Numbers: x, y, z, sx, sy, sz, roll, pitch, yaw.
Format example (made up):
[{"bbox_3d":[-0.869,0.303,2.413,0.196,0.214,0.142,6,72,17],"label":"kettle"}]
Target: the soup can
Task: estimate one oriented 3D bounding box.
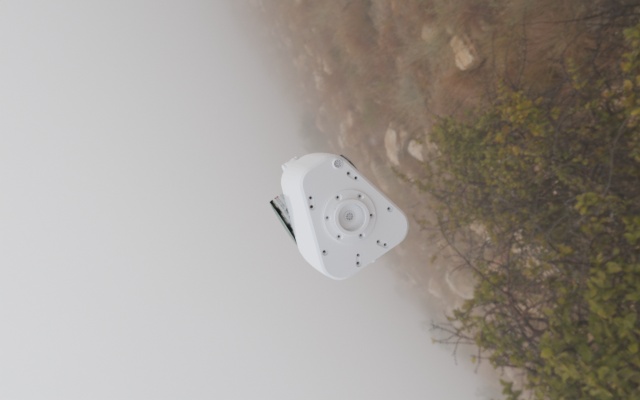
[{"bbox_3d":[0.000,0.002,0.560,0.102,0.068,0.068,-33,5,-8],"label":"soup can"}]
